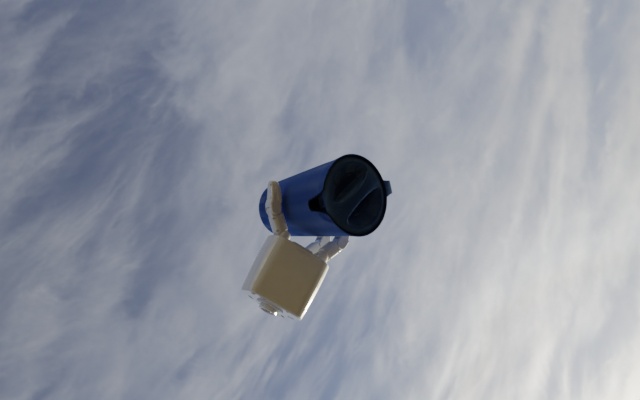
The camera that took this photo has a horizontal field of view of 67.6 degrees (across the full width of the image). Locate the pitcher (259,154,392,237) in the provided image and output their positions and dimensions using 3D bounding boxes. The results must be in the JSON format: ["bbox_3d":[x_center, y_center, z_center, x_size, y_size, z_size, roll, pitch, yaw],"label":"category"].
[{"bbox_3d":[0.000,0.003,0.858,0.149,0.145,0.243,37,-26,-26],"label":"pitcher"}]
